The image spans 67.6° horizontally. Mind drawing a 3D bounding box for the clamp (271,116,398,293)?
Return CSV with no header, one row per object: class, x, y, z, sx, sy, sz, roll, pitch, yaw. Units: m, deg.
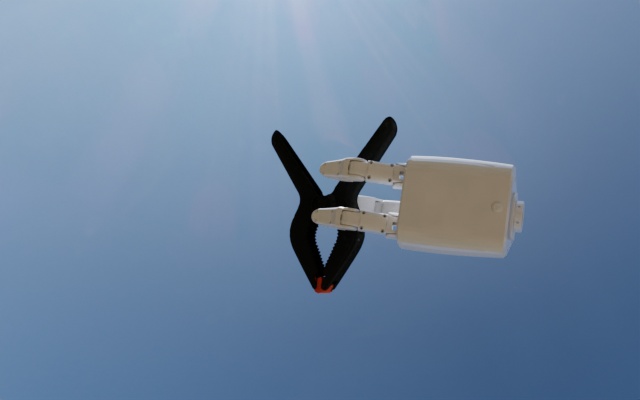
clamp,0.001,0.003,0.570,0.164,0.210,0.036,5,-7,29
